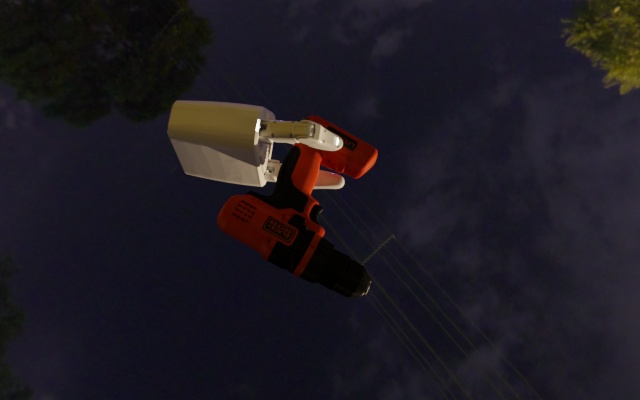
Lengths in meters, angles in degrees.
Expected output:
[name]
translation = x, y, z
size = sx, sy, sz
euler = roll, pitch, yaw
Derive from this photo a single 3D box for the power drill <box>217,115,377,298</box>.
[power drill]
translation = 0.000, 0.001, 0.561
size = 0.184, 0.187, 0.057
euler = 30, -32, -3
